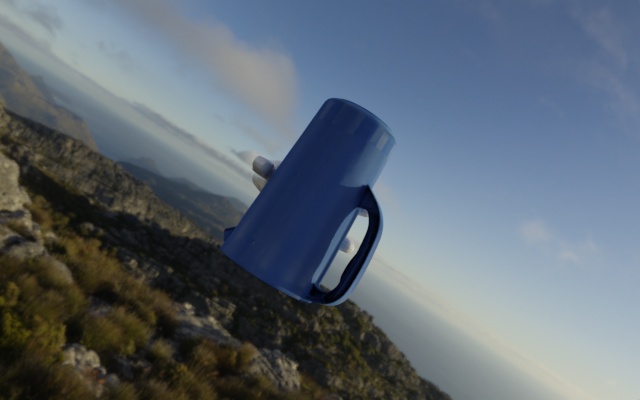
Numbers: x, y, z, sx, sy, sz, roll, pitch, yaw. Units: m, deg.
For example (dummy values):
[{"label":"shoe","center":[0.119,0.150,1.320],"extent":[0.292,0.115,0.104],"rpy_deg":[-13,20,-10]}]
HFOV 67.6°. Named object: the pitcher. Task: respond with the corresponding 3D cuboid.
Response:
[{"label":"pitcher","center":[0.000,0.002,0.603],"extent":[0.149,0.243,0.145],"rpy_deg":[33,-4,-19]}]
